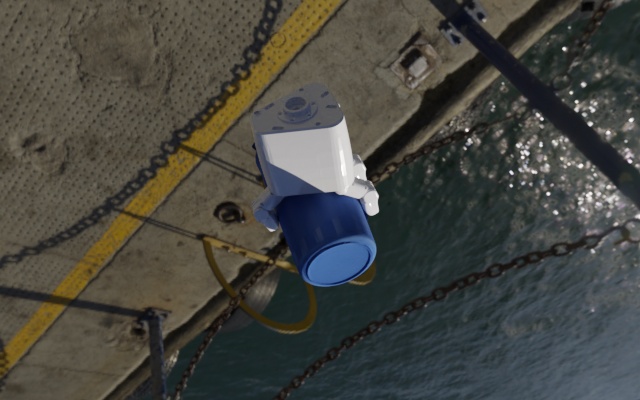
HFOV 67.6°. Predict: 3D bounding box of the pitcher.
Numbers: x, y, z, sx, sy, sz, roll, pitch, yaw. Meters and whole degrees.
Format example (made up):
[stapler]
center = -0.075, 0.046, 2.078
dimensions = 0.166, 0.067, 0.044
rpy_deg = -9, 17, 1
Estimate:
[pitcher]
center = 0.000, 0.002, 0.704
dimensions = 0.149, 0.242, 0.145
rpy_deg = -17, -41, -6
